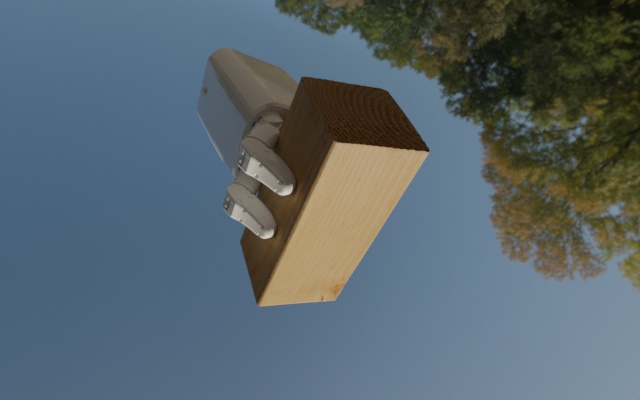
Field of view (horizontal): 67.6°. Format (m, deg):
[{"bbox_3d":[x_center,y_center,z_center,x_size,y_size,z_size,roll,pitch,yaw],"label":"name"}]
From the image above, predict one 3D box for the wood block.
[{"bbox_3d":[0.000,0.001,0.449,0.091,0.090,0.206,1,-45,-28],"label":"wood block"}]
